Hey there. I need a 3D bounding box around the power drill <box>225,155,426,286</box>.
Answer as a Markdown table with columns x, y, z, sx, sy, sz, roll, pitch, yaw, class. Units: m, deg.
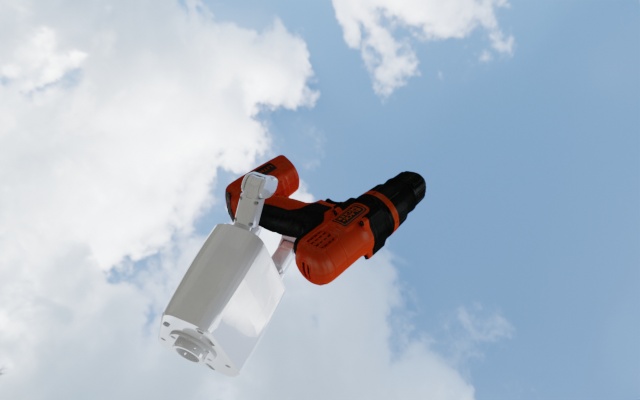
| x | y | z | sx | sy | sz | roll | pitch | yaw | class |
| --- | --- | --- | --- | --- | --- | --- | --- | --- | --- |
| 0.000 | 0.002 | 0.531 | 0.187 | 0.057 | 0.184 | 19 | 41 | 40 | power drill |
